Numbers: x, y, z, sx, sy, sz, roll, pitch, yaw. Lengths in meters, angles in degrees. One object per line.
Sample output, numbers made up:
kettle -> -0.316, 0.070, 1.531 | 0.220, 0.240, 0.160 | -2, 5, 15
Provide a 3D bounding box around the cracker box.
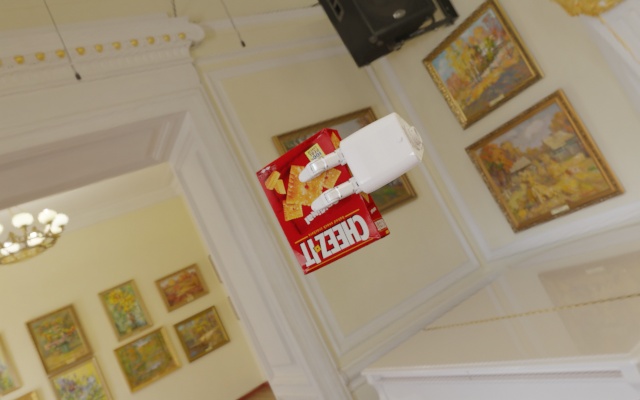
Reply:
cracker box -> 0.000, 0.003, 0.859 | 0.164, 0.213, 0.072 | -29, -7, 22
